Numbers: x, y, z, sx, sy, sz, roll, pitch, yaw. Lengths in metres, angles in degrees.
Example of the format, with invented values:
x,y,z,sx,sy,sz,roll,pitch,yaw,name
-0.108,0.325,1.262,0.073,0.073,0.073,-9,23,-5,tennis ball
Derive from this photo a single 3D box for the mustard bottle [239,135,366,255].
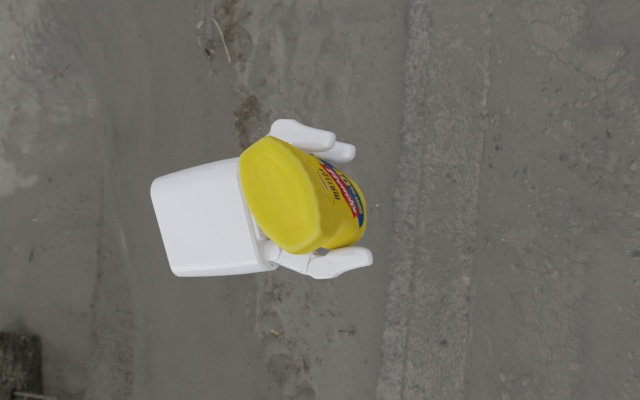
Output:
x,y,z,sx,sy,sz,roll,pitch,yaw,name
0.000,0.001,0.452,0.058,0.096,0.191,-34,-15,15,mustard bottle
